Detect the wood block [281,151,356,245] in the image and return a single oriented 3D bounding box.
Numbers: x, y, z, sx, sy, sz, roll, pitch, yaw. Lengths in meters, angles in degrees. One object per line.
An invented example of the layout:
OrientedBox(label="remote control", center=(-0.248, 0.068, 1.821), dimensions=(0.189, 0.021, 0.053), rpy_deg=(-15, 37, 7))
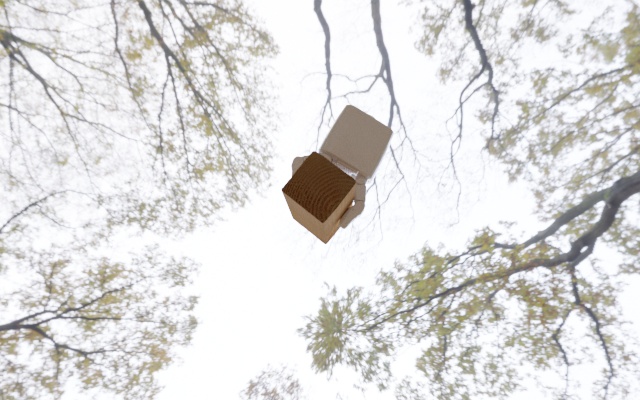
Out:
OrientedBox(label="wood block", center=(0.001, 0.003, 0.857), dimensions=(0.091, 0.090, 0.206), rpy_deg=(37, -10, 11))
